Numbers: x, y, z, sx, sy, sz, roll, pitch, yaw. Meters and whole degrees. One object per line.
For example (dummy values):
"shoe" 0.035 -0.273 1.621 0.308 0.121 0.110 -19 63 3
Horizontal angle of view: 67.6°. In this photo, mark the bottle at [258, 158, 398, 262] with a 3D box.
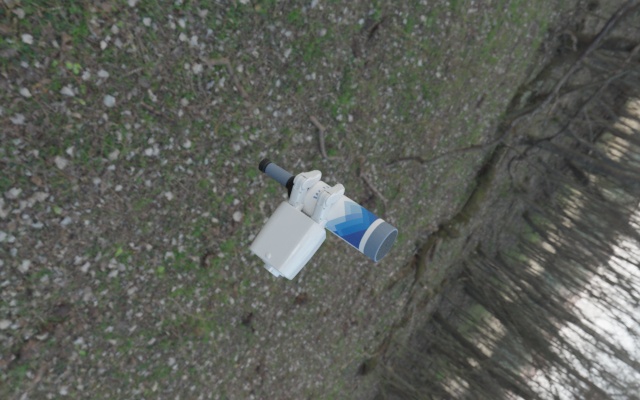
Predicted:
"bottle" 0.000 0.003 0.871 0.295 0.069 0.069 33 15 24
